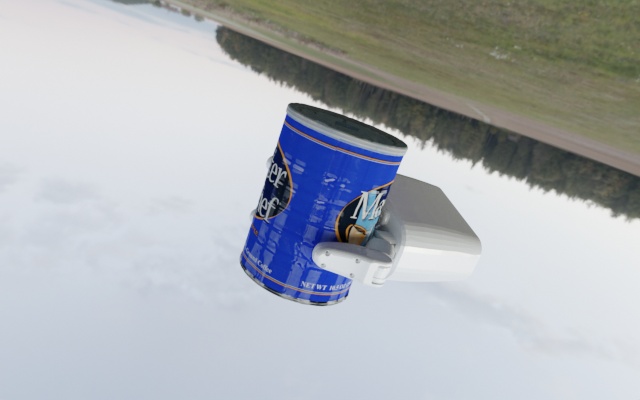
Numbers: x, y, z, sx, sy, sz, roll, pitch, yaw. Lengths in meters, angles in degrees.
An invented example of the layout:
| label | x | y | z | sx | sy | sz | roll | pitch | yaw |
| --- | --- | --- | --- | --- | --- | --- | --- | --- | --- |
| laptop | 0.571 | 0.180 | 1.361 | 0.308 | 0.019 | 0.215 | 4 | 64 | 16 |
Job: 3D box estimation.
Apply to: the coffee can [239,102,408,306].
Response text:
| label | x | y | z | sx | sy | sz | roll | pitch | yaw |
| --- | --- | --- | --- | --- | --- | --- | --- | --- | --- |
| coffee can | 0.000 | 0.001 | 0.404 | 0.103 | 0.140 | 0.102 | 18 | 17 | -6 |
